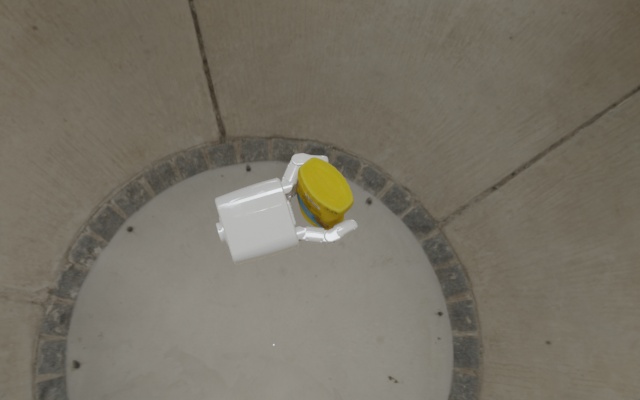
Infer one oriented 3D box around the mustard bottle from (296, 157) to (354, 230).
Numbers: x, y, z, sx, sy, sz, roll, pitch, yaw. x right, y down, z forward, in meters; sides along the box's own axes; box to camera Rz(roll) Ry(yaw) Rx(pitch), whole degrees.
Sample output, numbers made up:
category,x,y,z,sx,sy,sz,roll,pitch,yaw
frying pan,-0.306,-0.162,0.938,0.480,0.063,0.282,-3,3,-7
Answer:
category,x,y,z,sx,sy,sz,roll,pitch,yaw
mustard bottle,0.000,0.002,0.793,0.058,0.096,0.192,-42,-9,-15
